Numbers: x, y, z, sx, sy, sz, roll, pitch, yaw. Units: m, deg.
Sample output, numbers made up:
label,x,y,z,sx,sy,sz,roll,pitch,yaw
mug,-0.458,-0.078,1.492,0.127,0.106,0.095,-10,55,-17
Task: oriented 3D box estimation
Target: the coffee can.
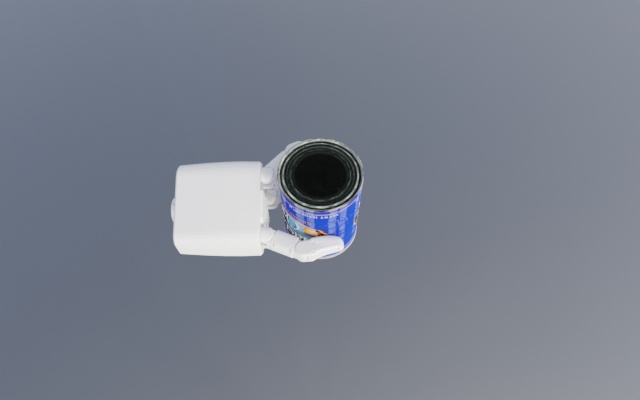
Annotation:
label,x,y,z,sx,sy,sz,roll,pitch,yaw
coffee can,0.000,0.002,0.620,0.103,0.102,0.140,0,-29,0
